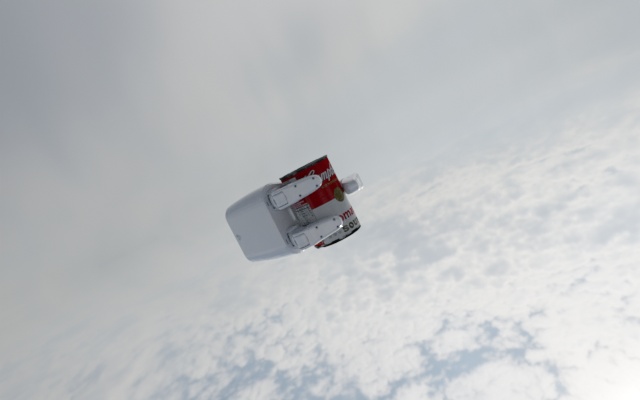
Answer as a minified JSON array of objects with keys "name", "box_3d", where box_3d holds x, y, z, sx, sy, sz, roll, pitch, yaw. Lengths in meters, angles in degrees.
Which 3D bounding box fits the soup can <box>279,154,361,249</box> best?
[{"name":"soup can","box_3d":[0.001,0.002,0.606,0.068,0.102,0.068,-26,5,3]}]
